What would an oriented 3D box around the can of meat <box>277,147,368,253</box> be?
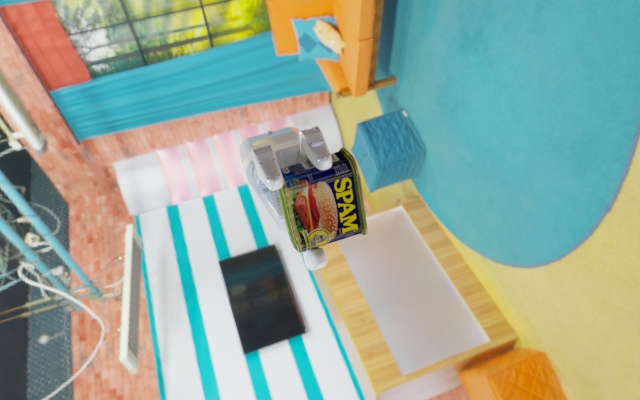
[{"bbox_3d":[0.000,0.002,0.534,0.084,0.102,0.057,-17,30,-10],"label":"can of meat"}]
